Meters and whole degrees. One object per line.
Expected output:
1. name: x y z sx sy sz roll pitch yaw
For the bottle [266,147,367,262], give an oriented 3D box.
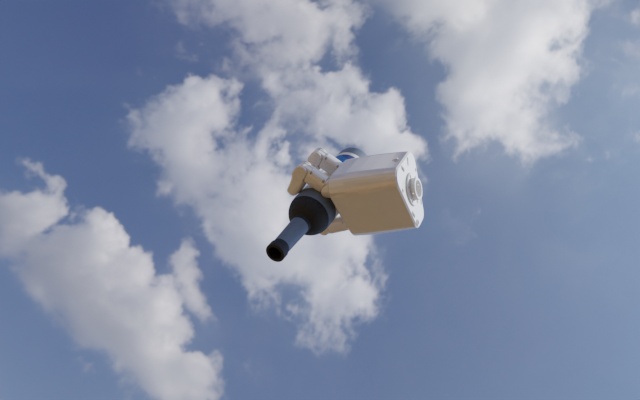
1. bottle: 0.000 0.002 0.738 0.069 0.069 0.295 0 27 27
